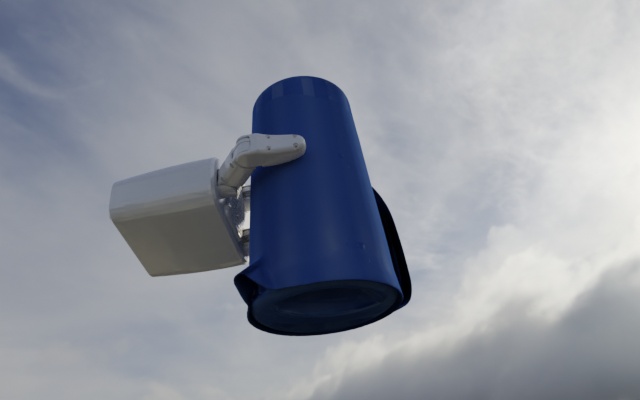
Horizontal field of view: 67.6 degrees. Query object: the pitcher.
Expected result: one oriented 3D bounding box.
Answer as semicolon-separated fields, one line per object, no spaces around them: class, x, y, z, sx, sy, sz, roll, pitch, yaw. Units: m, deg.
pitcher;0.000;0.002;0.471;0.145;0.242;0.149;-11;-32;6
